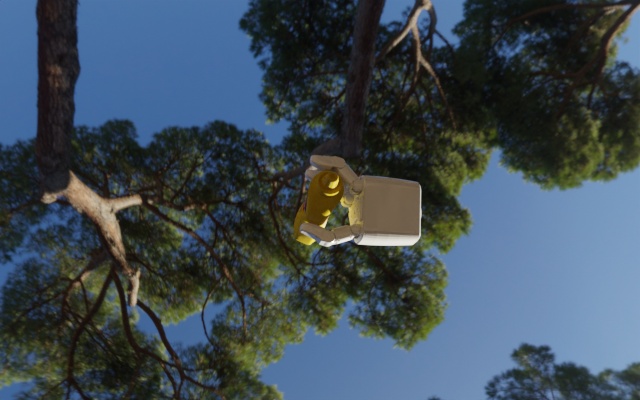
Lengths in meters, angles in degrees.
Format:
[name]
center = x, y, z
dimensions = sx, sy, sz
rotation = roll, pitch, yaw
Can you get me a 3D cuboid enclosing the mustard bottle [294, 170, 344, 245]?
[mustard bottle]
center = 0.000, 0.003, 0.825
dimensions = 0.058, 0.096, 0.192
rotation = 25, -27, -2
